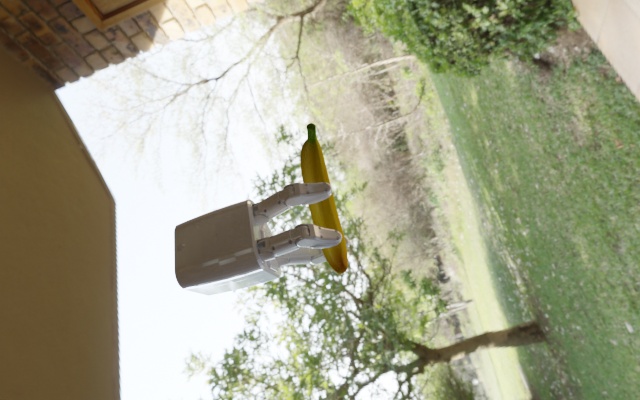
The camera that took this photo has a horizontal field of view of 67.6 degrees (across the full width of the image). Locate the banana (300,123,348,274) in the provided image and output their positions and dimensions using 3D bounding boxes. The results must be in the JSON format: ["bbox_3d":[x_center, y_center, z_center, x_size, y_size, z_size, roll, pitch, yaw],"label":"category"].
[{"bbox_3d":[0.001,0.002,0.632,0.037,0.197,0.069,-14,-11,2],"label":"banana"}]
